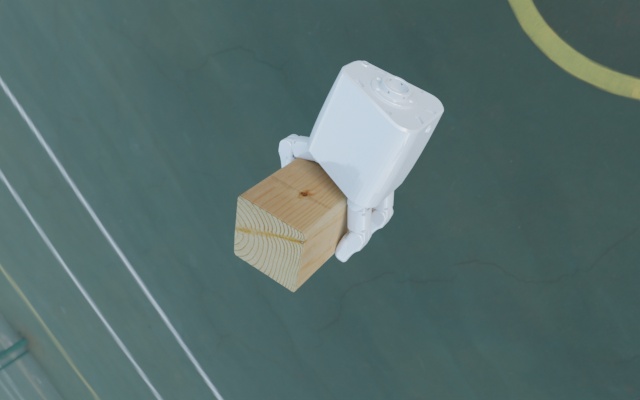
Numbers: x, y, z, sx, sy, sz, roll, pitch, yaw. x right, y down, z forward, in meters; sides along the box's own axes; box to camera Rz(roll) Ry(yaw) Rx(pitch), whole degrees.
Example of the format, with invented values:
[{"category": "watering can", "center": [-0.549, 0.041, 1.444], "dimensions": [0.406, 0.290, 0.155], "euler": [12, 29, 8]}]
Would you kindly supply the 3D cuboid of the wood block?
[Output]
[{"category": "wood block", "center": [0.000, 0.002, 0.579], "dimensions": [0.091, 0.090, 0.206], "euler": [29, 41, 22]}]
